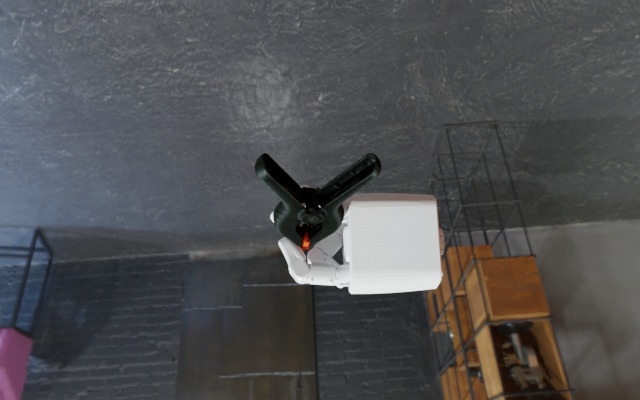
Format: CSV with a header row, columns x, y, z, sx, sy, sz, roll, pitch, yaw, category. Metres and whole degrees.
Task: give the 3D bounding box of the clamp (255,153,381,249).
x,y,z,sx,sy,sz,roll,pitch,yaw,category
0.000,0.002,0.510,0.120,0.039,0.172,0,-29,1,clamp
